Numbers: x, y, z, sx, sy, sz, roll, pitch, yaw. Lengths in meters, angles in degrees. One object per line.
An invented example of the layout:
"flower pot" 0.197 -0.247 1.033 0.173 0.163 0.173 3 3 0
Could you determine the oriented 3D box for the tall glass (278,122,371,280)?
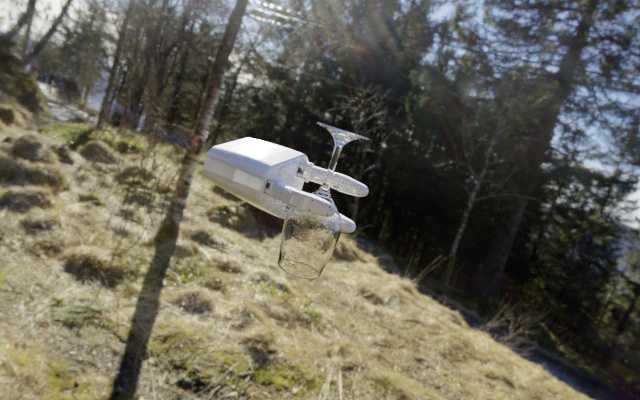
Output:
"tall glass" 0.000 0.002 0.641 0.079 0.201 0.079 17 9 -3
